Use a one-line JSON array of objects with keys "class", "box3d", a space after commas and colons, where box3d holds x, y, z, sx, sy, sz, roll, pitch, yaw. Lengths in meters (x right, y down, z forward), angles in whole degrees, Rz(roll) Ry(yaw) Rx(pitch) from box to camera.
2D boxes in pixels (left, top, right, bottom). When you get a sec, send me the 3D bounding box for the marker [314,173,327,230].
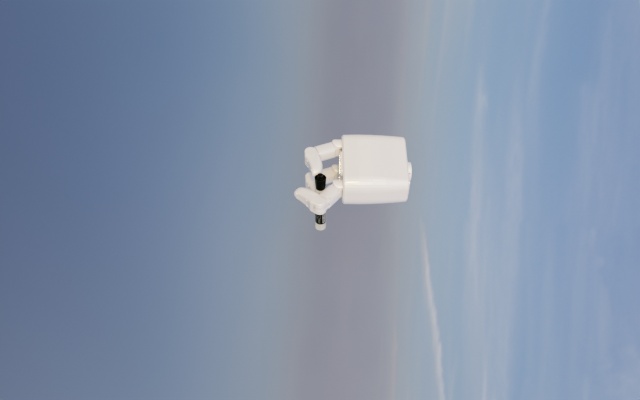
[{"class": "marker", "box3d": [0.000, 0.003, 0.780, 0.020, 0.020, 0.121, 0, -45, 0]}]
